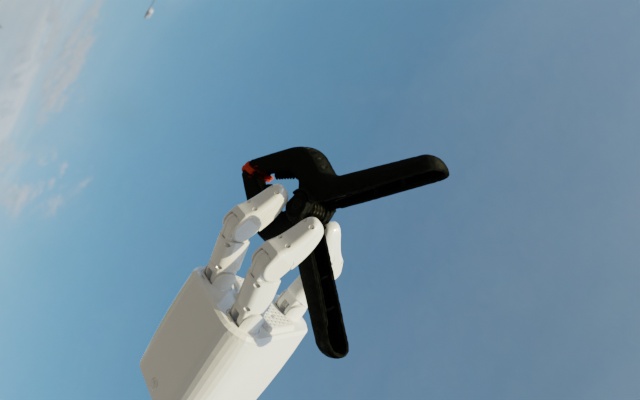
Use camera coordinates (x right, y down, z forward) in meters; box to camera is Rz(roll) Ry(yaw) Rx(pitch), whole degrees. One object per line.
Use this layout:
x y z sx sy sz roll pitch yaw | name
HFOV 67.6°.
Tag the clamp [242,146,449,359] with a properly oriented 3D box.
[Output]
0.000 0.002 0.406 0.036 0.164 0.210 26 12 -44 | clamp
